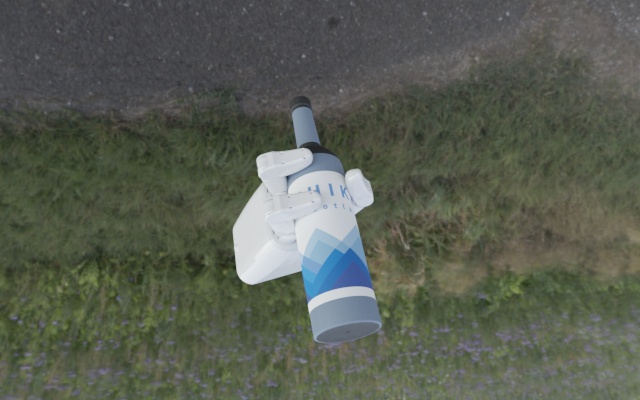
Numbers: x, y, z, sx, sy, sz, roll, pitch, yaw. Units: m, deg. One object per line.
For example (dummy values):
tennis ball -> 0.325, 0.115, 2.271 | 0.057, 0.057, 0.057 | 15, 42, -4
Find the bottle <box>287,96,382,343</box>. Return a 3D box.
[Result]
bottle -> 0.000, 0.002, 0.529 | 0.069, 0.295, 0.069 | -9, -30, -5
